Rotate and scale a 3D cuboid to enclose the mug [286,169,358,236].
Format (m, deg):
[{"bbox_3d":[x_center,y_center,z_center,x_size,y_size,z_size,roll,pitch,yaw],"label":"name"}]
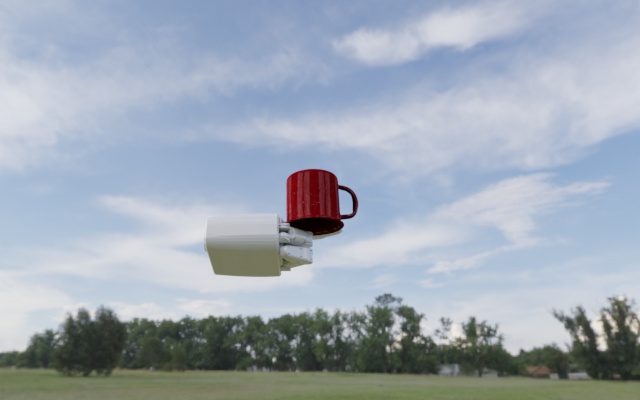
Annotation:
[{"bbox_3d":[0.002,0.002,0.738,0.117,0.081,0.093,-1,-21,-3],"label":"mug"}]
